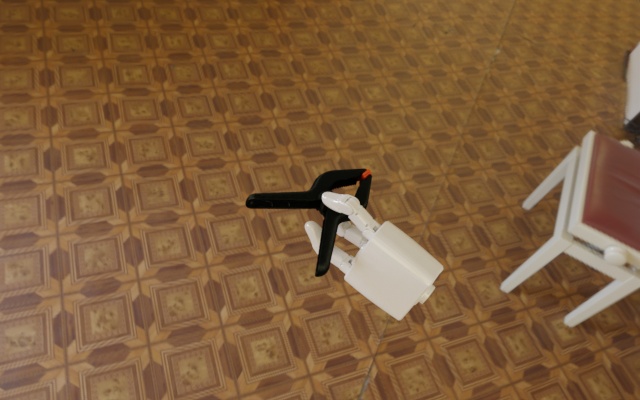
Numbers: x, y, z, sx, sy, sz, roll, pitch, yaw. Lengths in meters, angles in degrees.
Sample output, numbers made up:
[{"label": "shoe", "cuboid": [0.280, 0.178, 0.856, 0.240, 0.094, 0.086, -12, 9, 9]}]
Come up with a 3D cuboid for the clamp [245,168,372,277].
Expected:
[{"label": "clamp", "cuboid": [0.001, 0.002, 0.743, 0.210, 0.164, 0.036, -43, -16, -35]}]
